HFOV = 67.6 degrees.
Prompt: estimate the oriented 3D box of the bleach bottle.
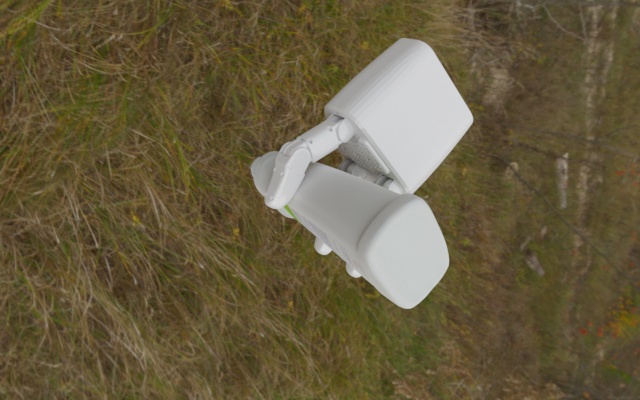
[{"bbox_3d":[0.000,0.002,0.454,0.250,0.068,0.103,32,-18,47],"label":"bleach bottle"}]
